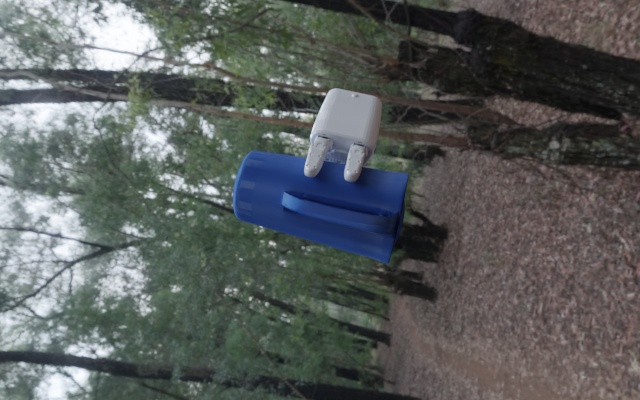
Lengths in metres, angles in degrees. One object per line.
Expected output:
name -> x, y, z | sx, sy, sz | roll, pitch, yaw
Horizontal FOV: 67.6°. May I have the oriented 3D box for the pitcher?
pitcher -> 0.000, 0.002, 0.691 | 0.243, 0.145, 0.149 | 12, -36, 7
